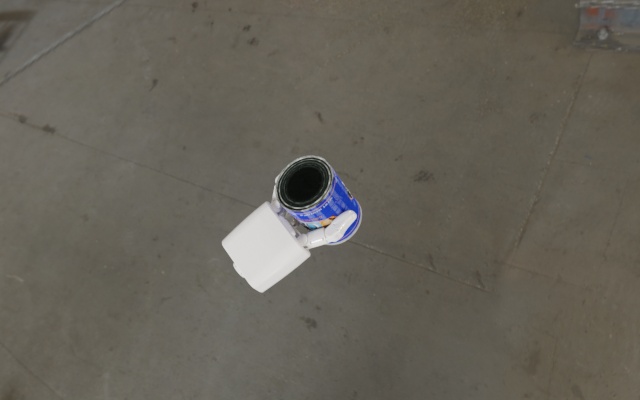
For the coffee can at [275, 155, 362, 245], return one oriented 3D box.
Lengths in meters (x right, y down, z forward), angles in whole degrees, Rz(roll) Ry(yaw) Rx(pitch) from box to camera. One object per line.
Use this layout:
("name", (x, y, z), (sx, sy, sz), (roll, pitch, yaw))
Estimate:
("coffee can", (0.000, 0.003, 0.815), (0.103, 0.102, 0.140), (0, -27, 26))
